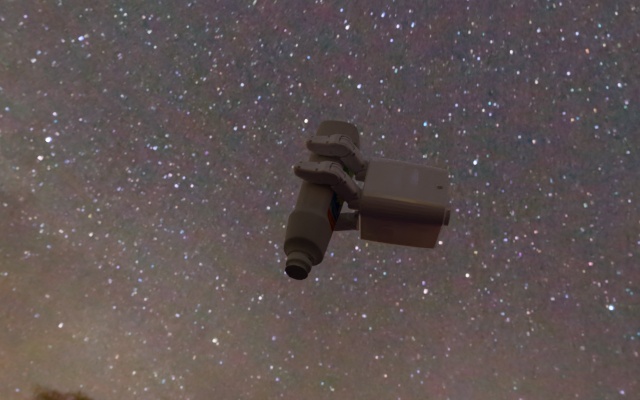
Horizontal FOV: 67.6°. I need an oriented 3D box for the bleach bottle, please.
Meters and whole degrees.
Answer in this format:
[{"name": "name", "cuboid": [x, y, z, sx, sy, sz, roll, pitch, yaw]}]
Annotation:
[{"name": "bleach bottle", "cuboid": [0.000, 0.002, 0.642, 0.068, 0.103, 0.250, 8, 46, 10]}]
